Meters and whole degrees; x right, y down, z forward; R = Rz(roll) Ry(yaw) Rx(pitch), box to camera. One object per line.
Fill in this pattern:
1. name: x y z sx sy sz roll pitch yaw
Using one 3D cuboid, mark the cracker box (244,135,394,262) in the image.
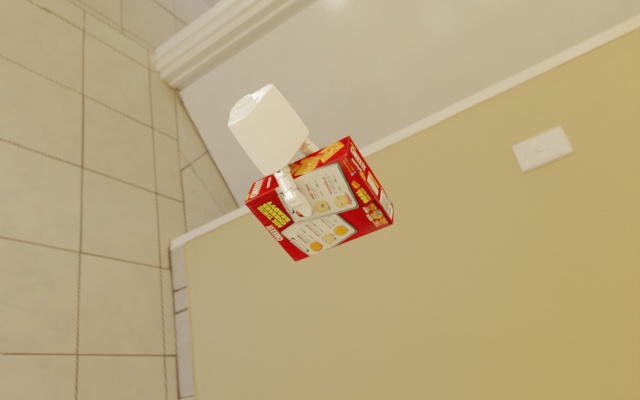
1. cracker box: 0.000 0.003 0.856 0.214 0.164 0.072 -24 30 25
